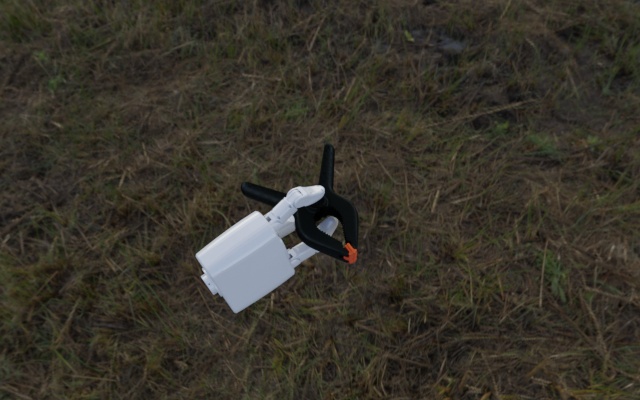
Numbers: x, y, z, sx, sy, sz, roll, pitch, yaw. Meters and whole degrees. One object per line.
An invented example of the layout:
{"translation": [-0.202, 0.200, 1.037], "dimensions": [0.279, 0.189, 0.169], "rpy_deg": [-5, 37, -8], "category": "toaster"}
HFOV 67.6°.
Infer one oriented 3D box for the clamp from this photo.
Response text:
{"translation": [0.000, 0.002, 0.717], "dimensions": [0.164, 0.210, 0.036], "rpy_deg": [-34, -31, -17], "category": "clamp"}
